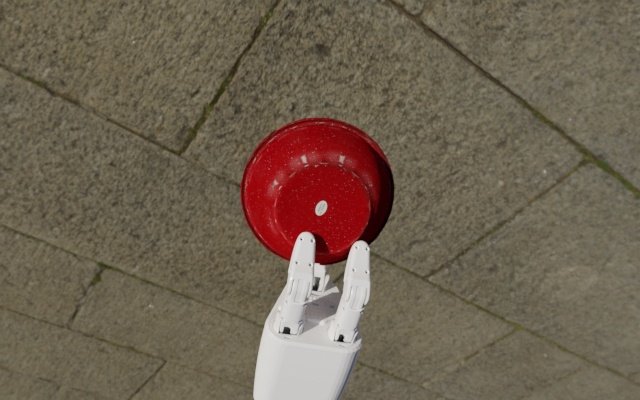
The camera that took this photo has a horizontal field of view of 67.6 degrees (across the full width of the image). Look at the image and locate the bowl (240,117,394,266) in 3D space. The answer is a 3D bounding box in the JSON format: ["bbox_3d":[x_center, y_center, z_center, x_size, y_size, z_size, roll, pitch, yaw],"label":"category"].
[{"bbox_3d":[0.000,0.000,0.475,0.162,0.162,0.055,0,17,-5],"label":"bowl"}]
